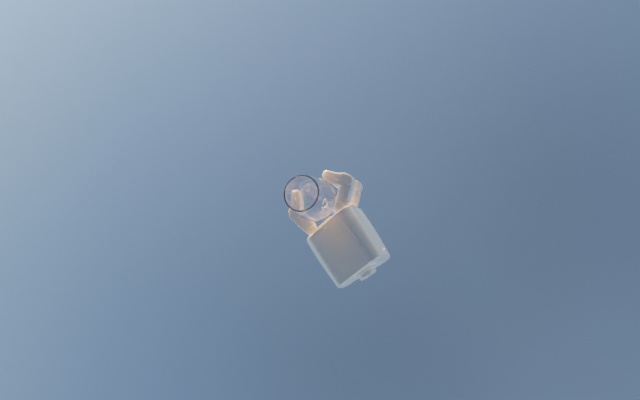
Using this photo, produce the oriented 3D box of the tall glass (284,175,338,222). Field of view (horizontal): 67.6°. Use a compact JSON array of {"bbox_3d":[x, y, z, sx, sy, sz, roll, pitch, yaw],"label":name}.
[{"bbox_3d":[0.000,0.003,0.872,0.079,0.079,0.201,0,-9,19],"label":"tall glass"}]
